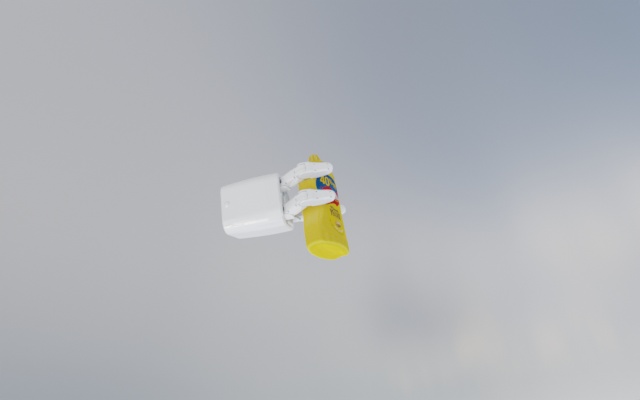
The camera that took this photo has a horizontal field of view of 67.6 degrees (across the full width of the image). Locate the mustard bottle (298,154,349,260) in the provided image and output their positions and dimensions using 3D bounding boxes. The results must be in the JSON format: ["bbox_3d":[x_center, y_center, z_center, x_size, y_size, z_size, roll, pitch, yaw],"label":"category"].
[{"bbox_3d":[0.000,0.003,0.839,0.058,0.191,0.096,-24,-31,25],"label":"mustard bottle"}]
